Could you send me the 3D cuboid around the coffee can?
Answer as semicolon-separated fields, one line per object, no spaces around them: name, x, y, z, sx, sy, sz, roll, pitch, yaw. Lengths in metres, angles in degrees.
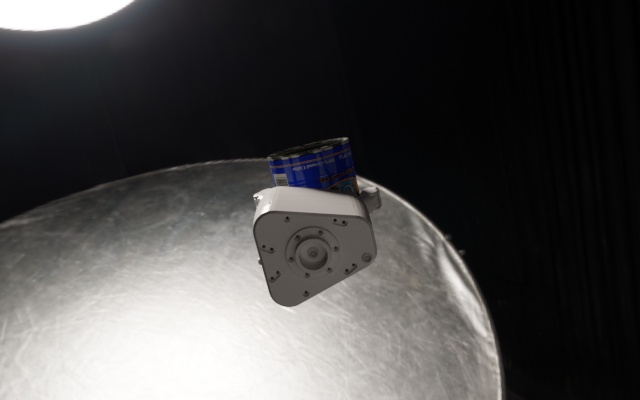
coffee can;0.000;0.002;0.595;0.103;0.140;0.102;-13;11;3
